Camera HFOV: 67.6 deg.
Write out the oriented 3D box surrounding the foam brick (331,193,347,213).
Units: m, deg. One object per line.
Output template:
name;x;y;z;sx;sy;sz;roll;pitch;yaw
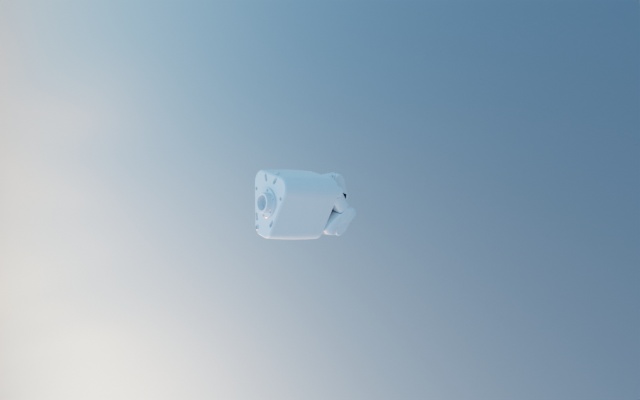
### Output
foam brick;0.000;0.003;0.863;0.051;0.053;0.078;1;14;-40
